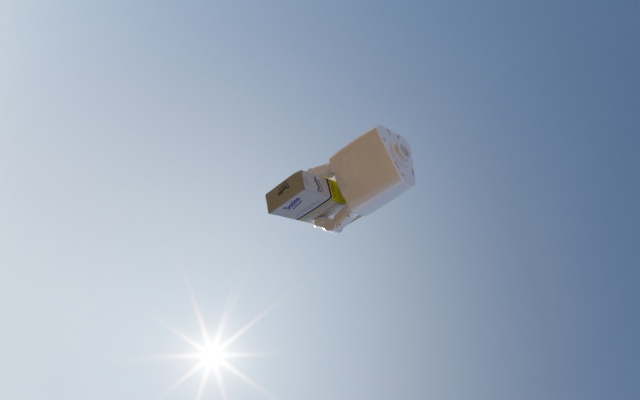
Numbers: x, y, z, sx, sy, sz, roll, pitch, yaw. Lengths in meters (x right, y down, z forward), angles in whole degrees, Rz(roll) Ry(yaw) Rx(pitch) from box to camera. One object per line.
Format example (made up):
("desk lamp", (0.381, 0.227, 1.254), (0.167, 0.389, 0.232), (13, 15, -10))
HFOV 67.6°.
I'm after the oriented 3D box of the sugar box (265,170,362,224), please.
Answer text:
("sugar box", (0.000, 0.002, 0.839), (0.093, 0.048, 0.176), (-33, -35, 34))
